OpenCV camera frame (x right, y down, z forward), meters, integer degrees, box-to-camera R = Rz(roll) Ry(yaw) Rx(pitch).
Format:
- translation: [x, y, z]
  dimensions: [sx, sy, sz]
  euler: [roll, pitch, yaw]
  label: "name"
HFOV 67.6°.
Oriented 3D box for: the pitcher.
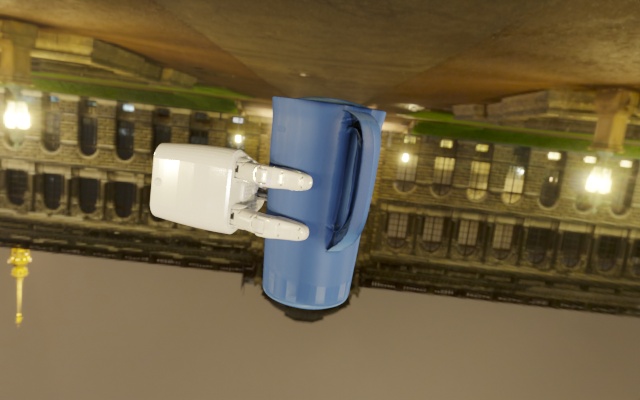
- translation: [0.000, 0.002, 0.565]
  dimensions: [0.145, 0.243, 0.149]
  euler: [10, 10, 16]
  label: "pitcher"
